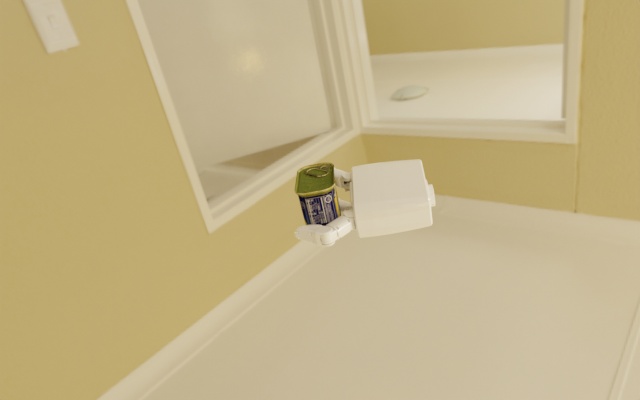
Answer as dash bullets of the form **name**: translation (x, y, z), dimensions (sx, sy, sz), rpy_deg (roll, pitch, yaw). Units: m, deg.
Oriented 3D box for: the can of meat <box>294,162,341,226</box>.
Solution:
- **can of meat**: translation (0.000, 0.003, 0.708), dimensions (0.057, 0.084, 0.102), rpy_deg (-10, 26, 5)
